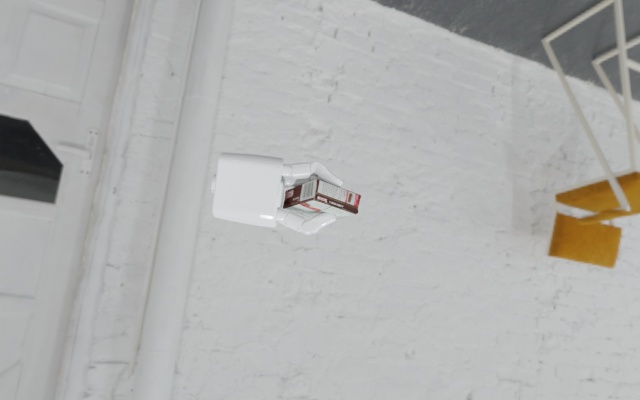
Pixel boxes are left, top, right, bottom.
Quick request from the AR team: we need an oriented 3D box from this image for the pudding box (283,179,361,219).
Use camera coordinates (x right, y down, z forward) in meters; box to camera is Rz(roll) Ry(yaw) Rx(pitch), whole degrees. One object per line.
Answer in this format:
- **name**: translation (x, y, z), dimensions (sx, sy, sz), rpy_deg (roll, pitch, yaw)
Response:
- **pudding box**: translation (0.000, 0.003, 0.816), dimensions (0.090, 0.039, 0.113), rpy_deg (18, -17, -28)
